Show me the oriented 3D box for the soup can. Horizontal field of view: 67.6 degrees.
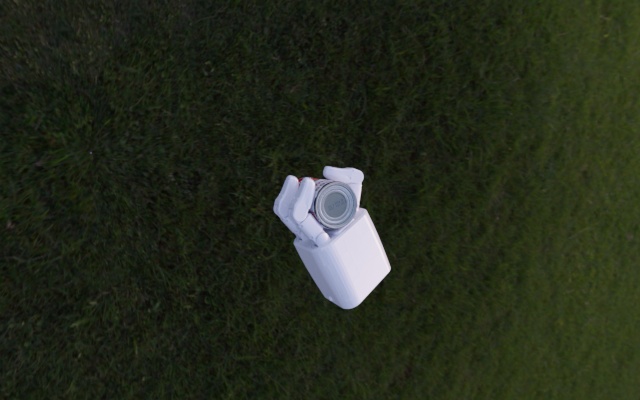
[{"bbox_3d":[0.000,0.002,0.693,0.068,0.068,0.102,0,5,-26],"label":"soup can"}]
